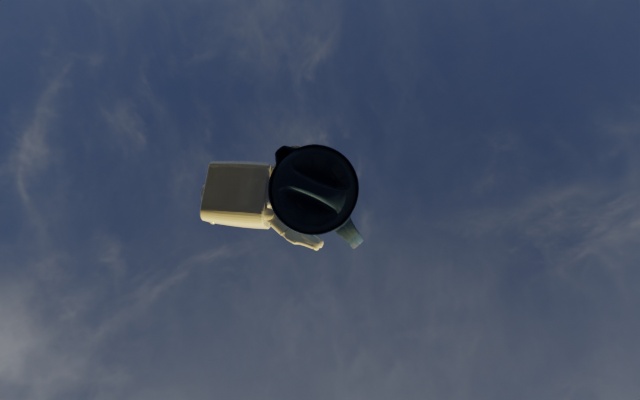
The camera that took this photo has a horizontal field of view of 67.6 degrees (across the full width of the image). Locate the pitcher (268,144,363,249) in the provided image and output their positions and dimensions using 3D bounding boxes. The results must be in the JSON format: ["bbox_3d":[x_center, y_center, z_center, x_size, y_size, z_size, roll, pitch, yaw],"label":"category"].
[{"bbox_3d":[0.000,0.003,0.806,0.145,0.149,0.243,4,-5,3],"label":"pitcher"}]
